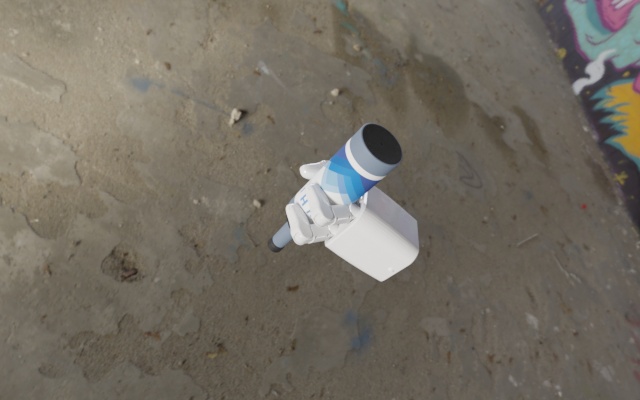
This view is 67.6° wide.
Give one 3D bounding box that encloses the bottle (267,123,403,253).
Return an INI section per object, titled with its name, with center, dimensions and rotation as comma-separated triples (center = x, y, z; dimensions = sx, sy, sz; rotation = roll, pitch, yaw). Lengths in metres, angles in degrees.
[bottle]
center = 0.000, 0.002, 0.698
dimensions = 0.069, 0.069, 0.296
rotation = 0, -30, -37
